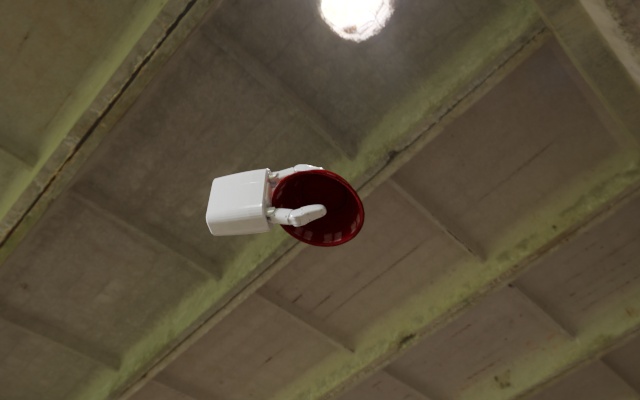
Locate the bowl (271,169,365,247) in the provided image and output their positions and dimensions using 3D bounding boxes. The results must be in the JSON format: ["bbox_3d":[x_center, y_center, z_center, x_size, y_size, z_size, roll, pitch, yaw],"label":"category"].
[{"bbox_3d":[0.002,0.003,0.826,0.162,0.162,0.055,0,36,16],"label":"bowl"}]
